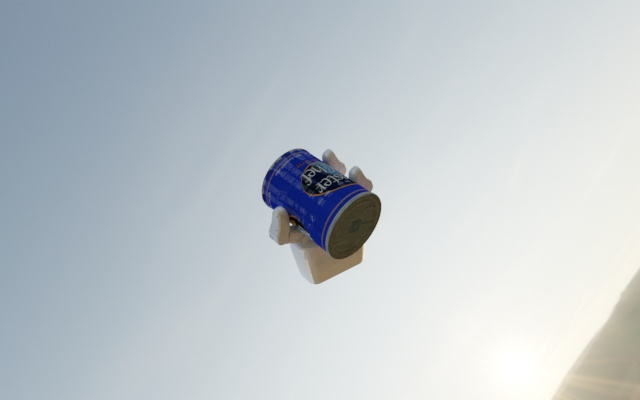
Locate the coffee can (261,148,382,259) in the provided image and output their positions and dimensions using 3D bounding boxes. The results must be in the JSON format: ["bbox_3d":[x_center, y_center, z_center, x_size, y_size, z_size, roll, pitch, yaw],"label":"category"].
[{"bbox_3d":[0.000,0.002,0.672,0.140,0.103,0.103,35,21,33],"label":"coffee can"}]
